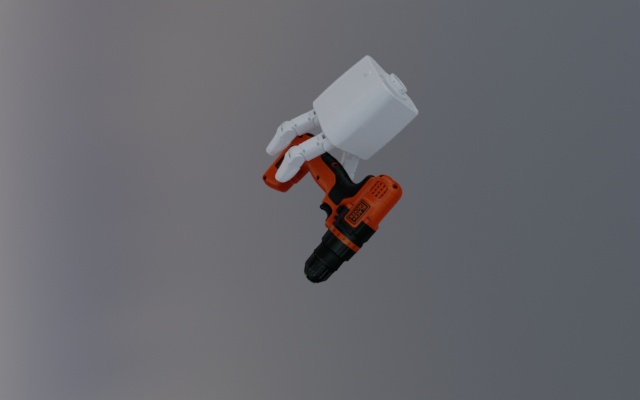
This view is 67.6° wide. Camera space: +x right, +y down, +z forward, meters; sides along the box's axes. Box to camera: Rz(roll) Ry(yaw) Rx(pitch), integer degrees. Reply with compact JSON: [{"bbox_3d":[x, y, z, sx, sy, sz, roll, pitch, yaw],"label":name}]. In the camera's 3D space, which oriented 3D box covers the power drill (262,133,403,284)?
[{"bbox_3d":[0.000,0.002,0.702,0.187,0.184,0.057,43,2,27],"label":"power drill"}]
